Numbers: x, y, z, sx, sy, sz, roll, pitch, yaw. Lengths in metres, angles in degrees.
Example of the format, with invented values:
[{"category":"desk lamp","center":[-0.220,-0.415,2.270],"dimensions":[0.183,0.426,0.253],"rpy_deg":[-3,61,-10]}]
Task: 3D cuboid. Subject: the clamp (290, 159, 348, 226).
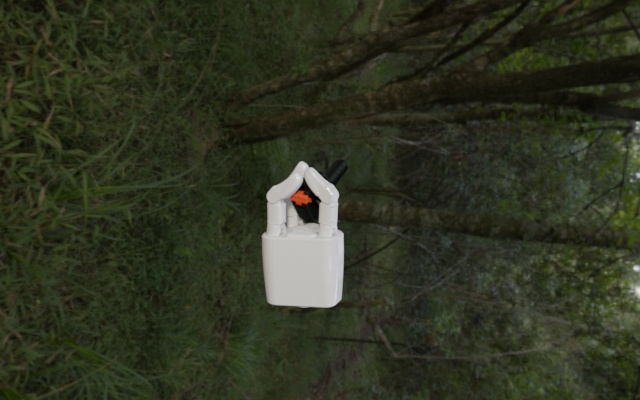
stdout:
[{"category":"clamp","center":[0.001,0.002,0.757],"dimensions":[0.039,0.120,0.171],"rpy_deg":[6,13,25]}]
